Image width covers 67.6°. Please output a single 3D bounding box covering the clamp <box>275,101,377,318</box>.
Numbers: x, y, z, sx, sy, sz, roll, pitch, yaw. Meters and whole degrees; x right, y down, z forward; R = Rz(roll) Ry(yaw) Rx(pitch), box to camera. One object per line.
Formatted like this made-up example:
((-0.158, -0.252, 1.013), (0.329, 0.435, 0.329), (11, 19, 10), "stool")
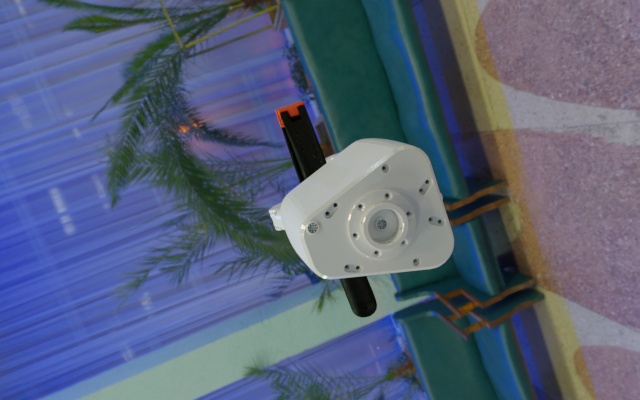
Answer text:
((-0.001, 0.001, 0.503), (0.036, 0.210, 0.164), (-21, 11, -6), "clamp")
